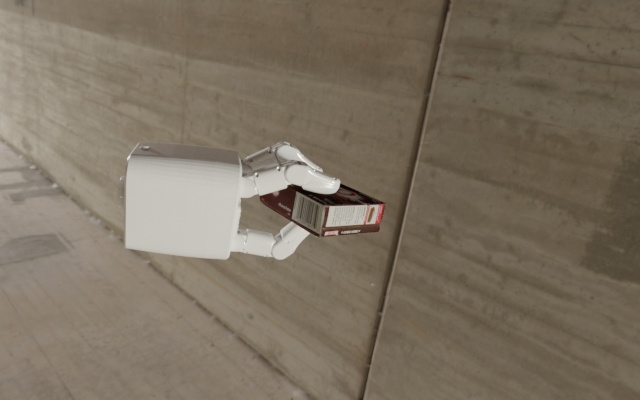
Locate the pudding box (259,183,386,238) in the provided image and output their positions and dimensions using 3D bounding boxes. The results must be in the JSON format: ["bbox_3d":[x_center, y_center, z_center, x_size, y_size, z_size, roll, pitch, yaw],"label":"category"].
[{"bbox_3d":[0.000,0.002,0.525,0.090,0.039,0.113,-2,23,-41],"label":"pudding box"}]
